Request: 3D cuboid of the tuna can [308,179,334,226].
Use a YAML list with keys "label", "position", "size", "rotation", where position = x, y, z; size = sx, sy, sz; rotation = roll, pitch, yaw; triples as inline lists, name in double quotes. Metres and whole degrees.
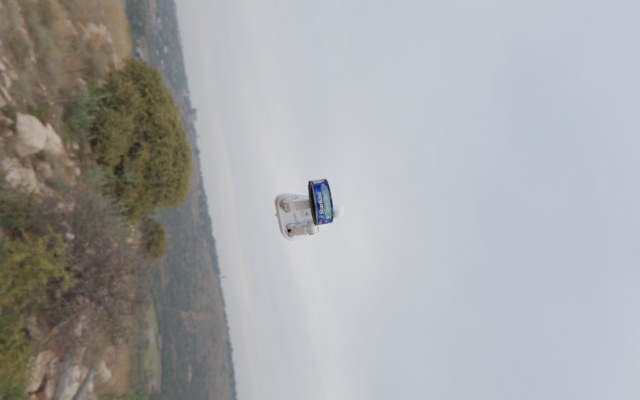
- label: "tuna can"
  position: [0.001, 0.003, 0.891]
  size: [0.034, 0.086, 0.086]
  rotation: [-8, 1, -7]
